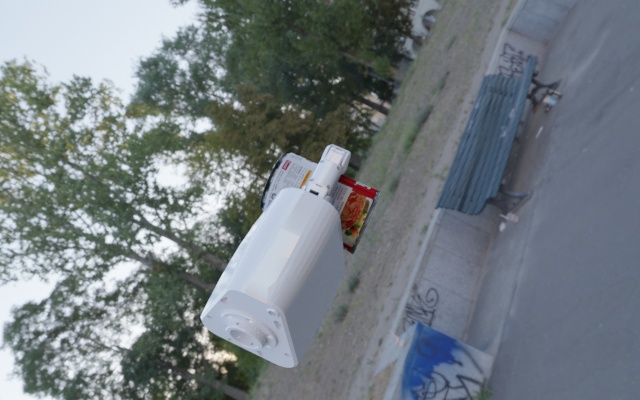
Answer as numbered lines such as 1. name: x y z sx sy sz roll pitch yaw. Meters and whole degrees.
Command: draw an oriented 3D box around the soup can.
1. soup can: 0.000 0.001 0.473 0.102 0.068 0.068 24 3 6
